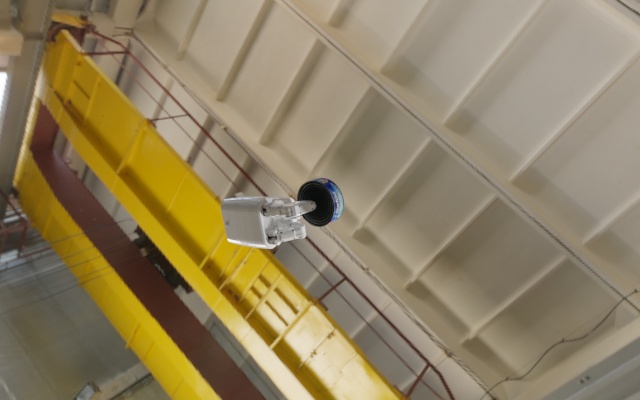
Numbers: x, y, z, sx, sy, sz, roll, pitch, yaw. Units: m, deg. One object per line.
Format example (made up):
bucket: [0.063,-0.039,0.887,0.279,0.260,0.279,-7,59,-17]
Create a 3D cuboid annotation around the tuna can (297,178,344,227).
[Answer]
tuna can: [0.001,0.003,0.870,0.086,0.086,0.033,0,14,39]
